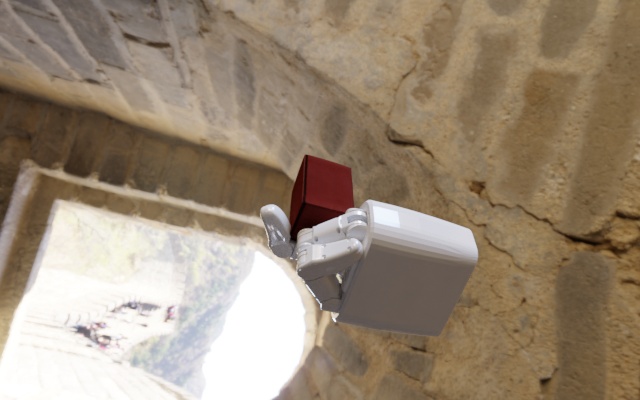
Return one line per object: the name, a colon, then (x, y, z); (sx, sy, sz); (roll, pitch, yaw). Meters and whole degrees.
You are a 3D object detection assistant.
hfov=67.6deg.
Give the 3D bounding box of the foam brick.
foam brick: (0.000, 0.001, 0.480); (0.051, 0.053, 0.078); (14, 40, -11)
